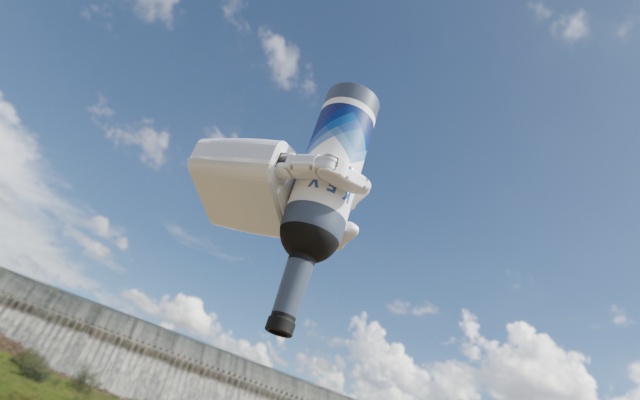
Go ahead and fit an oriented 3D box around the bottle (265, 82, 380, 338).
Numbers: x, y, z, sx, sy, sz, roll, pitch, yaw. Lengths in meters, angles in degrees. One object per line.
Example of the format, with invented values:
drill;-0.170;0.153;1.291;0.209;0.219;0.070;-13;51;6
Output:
bottle;0.000;0.001;0.519;0.069;0.295;0.069;14;-28;8
